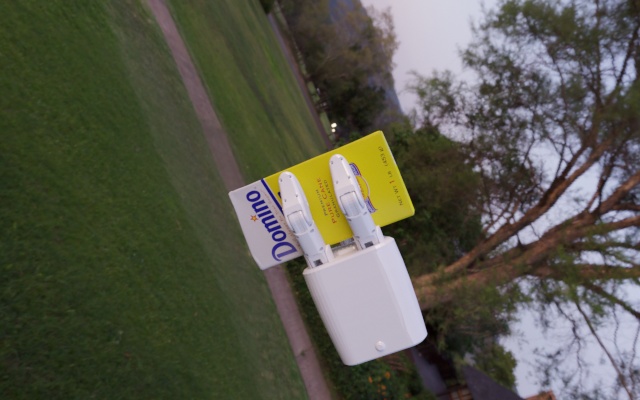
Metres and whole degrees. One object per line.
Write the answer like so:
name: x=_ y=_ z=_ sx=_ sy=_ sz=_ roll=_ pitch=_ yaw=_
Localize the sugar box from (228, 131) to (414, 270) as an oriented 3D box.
sugar box: x=0.000 y=0.002 z=0.506 sx=0.176 sy=0.093 sz=0.048 roll=-22 pitch=1 yaw=10
